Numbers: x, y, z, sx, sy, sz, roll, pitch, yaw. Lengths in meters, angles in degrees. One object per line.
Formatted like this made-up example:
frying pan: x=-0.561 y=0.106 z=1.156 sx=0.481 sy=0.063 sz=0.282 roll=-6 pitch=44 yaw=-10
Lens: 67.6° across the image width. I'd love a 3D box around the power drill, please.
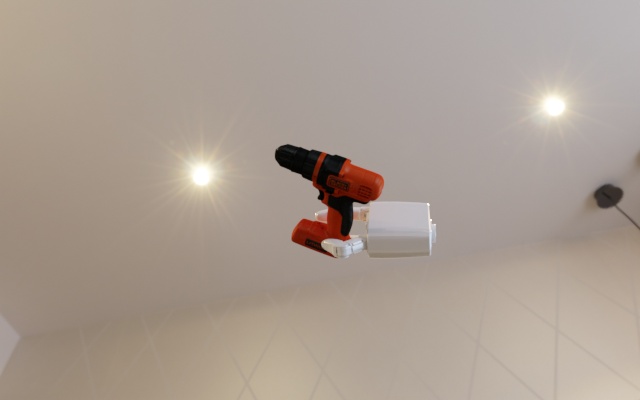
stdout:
power drill: x=0.000 y=0.003 z=0.812 sx=0.184 sy=0.188 sz=0.057 roll=21 pitch=42 yaw=9
